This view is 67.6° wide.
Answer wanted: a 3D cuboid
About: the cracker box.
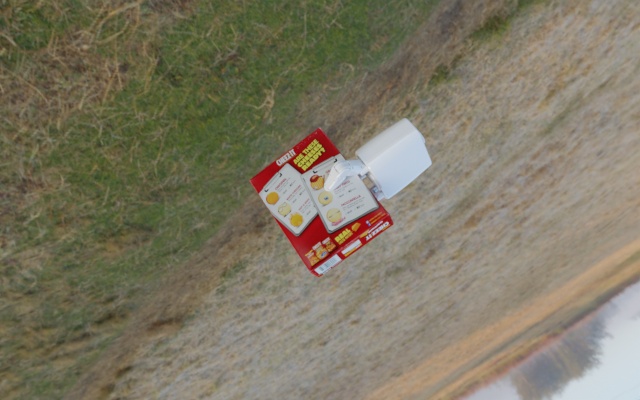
[{"bbox_3d":[0.000,0.003,0.849,0.164,0.213,0.072,-37,-25,1],"label":"cracker box"}]
